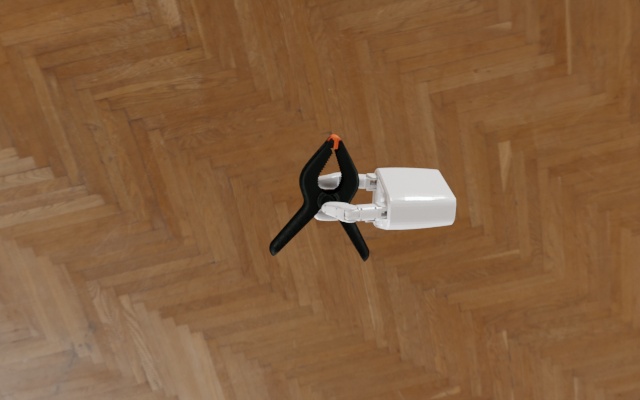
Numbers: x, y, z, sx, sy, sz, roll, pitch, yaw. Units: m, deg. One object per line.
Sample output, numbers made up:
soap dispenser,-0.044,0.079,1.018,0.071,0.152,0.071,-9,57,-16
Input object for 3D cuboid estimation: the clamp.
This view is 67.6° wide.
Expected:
clamp,0.000,0.002,0.752,0.164,0.210,0.036,-2,17,-9
